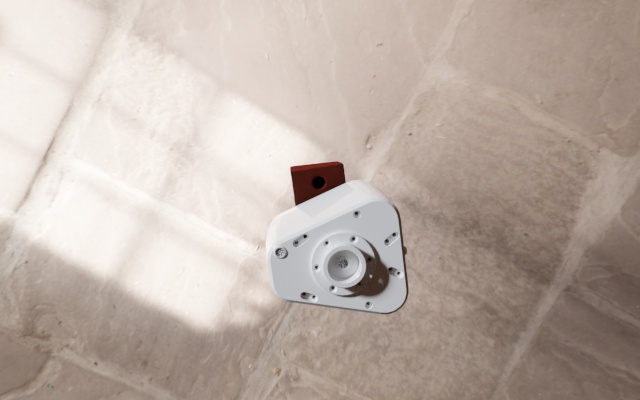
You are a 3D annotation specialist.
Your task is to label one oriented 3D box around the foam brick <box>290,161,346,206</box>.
[{"bbox_3d":[0.000,0.001,0.483,0.053,0.078,0.051,-9,8,-2],"label":"foam brick"}]
